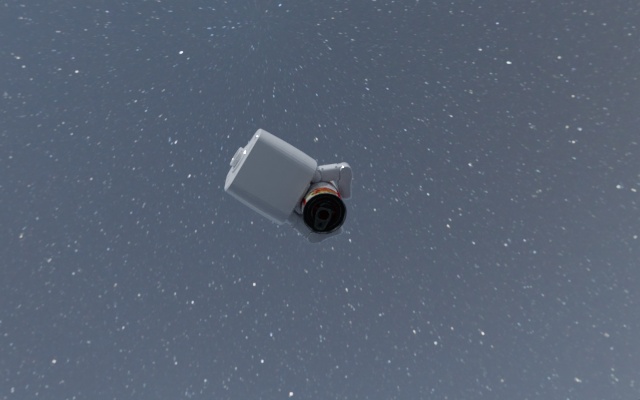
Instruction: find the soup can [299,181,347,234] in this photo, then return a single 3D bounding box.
[{"bbox_3d":[0.001,0.003,0.766,0.068,0.068,0.102,0,21,-7],"label":"soup can"}]
